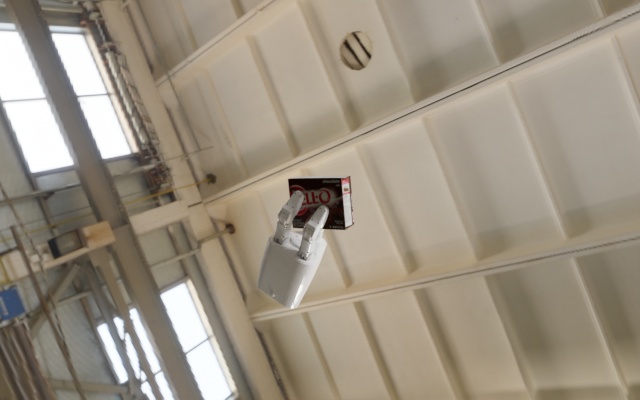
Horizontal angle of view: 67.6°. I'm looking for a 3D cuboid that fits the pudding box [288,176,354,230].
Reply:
[{"bbox_3d":[0.000,0.003,0.830,0.113,0.090,0.039,0,11,30],"label":"pudding box"}]
